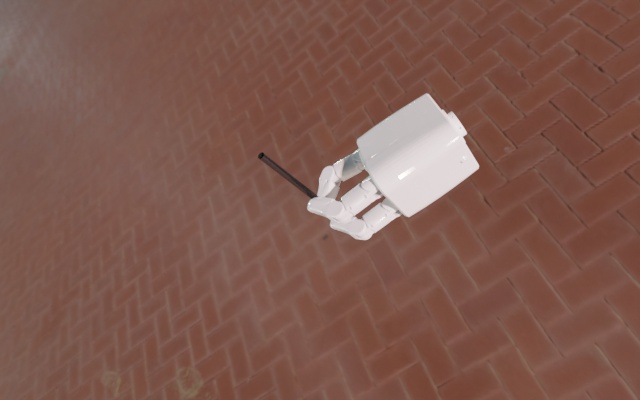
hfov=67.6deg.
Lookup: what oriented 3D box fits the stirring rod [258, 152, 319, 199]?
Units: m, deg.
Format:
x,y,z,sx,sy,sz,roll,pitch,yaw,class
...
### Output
x,y,z,sx,sy,sz,roll,pitch,yaw,class
0.000,0.002,0.602,0.011,0.011,0.240,0,-25,36,stirring rod
